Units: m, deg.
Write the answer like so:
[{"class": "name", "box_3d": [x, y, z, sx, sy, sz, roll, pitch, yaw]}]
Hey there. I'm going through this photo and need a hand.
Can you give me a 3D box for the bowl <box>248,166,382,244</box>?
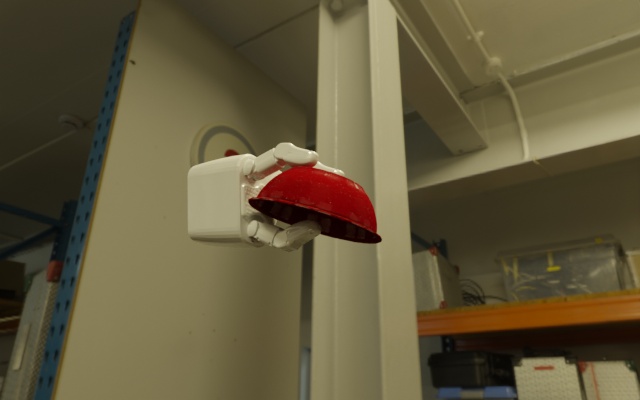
[{"class": "bowl", "box_3d": [0.001, 0.002, 0.561, 0.162, 0.055, 0.162, 16, -11, 3]}]
